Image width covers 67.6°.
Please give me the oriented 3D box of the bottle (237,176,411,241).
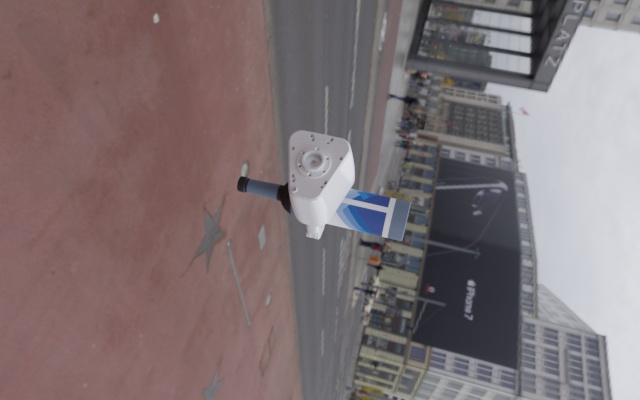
[{"bbox_3d":[0.000,0.003,0.812,0.295,0.069,0.069,13,2,10],"label":"bottle"}]
